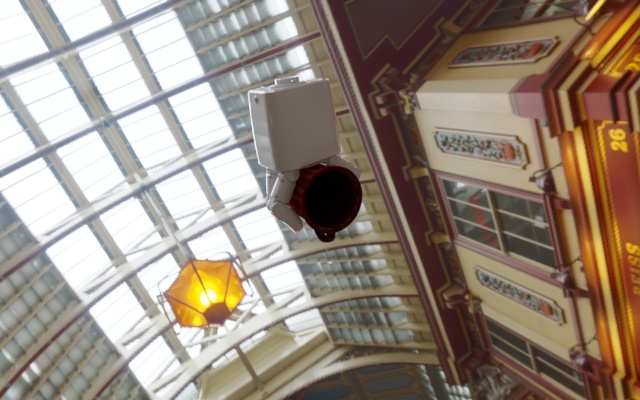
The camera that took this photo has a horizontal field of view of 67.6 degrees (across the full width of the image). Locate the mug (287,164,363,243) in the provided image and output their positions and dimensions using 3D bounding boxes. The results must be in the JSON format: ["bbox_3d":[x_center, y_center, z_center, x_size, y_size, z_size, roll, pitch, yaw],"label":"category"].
[{"bbox_3d":[0.000,0.003,0.672,0.093,0.117,0.081,-17,20,-23],"label":"mug"}]
